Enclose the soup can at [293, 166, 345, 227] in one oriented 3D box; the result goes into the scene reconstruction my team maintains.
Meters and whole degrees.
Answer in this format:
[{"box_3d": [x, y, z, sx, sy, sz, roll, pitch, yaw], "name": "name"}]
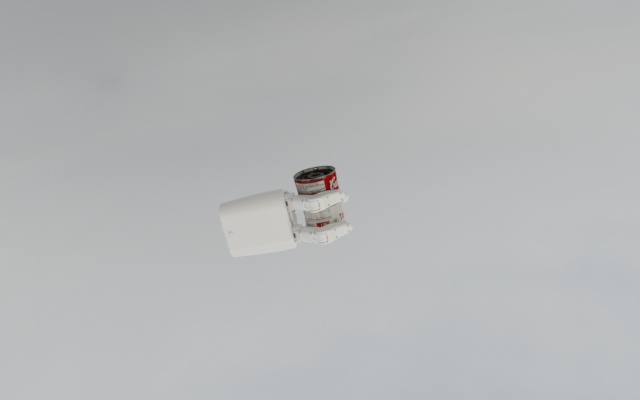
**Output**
[{"box_3d": [0.001, 0.003, 0.769, 0.068, 0.102, 0.068, -11, 19, 4], "name": "soup can"}]
